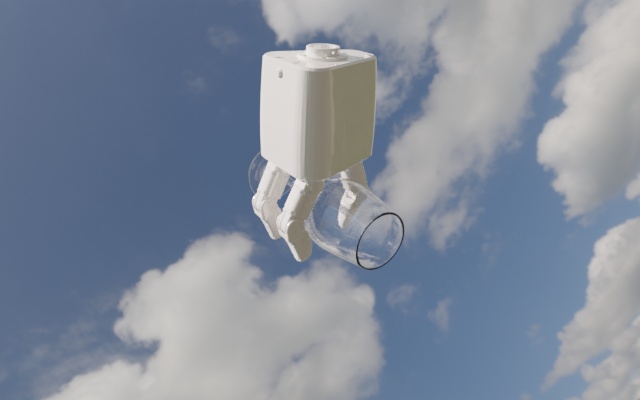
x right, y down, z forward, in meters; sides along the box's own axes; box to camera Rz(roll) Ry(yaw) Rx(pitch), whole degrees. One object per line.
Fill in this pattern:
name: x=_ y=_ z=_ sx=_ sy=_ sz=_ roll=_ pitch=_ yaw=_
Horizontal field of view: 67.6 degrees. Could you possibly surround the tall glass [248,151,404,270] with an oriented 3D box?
tall glass: x=0.000 y=0.002 z=0.527 sx=0.079 sy=0.079 sz=0.201 roll=0 pitch=23 yaw=-39
